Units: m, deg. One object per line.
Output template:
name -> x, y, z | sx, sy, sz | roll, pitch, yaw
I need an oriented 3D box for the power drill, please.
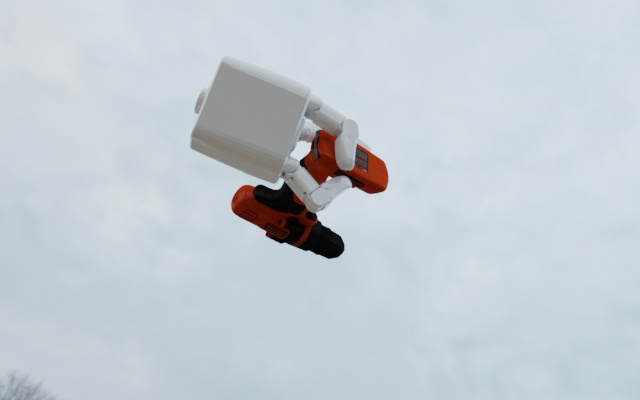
power drill -> 0.000, 0.002, 0.631 | 0.184, 0.057, 0.188 | 28, -48, -26
